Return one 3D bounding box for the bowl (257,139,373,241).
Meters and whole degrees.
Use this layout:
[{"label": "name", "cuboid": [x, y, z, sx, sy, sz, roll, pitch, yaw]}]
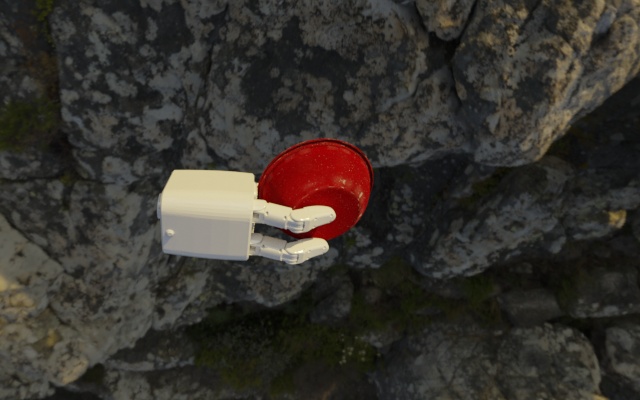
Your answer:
[{"label": "bowl", "cuboid": [0.002, 0.002, 0.622, 0.162, 0.162, 0.055, 0, 39, -19]}]
